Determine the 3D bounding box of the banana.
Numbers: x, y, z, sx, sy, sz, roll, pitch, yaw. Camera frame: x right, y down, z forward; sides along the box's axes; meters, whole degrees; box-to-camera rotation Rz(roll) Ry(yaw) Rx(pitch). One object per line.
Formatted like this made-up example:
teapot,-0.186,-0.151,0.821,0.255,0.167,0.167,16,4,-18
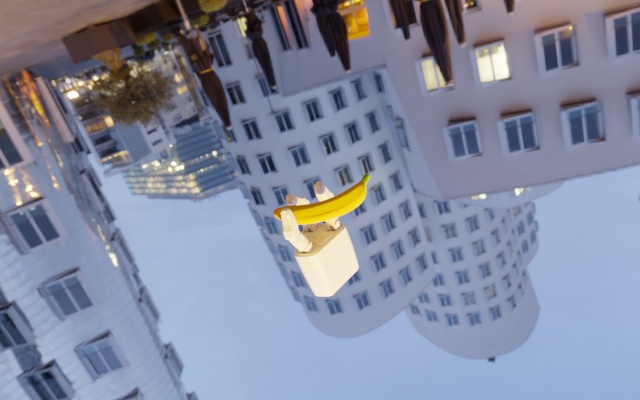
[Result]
banana,0.003,0.011,0.873,0.198,0.037,0.069,-19,28,12
